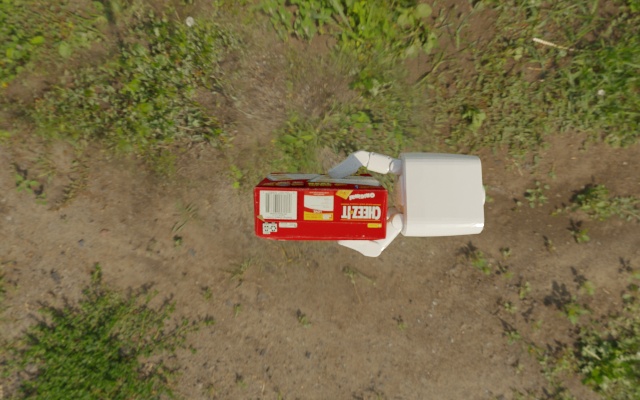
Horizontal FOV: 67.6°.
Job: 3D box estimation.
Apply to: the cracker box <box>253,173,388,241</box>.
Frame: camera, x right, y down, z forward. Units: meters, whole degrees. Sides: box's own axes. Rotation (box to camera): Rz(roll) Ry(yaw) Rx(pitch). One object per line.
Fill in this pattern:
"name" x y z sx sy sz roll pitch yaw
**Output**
"cracker box" 0.000 0.002 0.679 0.164 0.072 0.213 1 8 0
